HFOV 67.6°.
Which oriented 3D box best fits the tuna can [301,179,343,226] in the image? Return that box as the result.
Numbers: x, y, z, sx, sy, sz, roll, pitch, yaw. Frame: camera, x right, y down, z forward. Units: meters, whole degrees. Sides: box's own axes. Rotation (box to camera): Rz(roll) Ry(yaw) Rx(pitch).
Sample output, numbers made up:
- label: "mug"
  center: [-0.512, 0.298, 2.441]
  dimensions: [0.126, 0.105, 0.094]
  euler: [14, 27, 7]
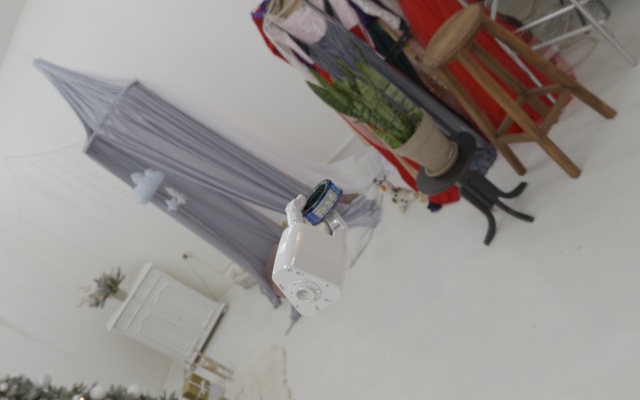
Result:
- label: "tuna can"
  center: [0.000, 0.002, 0.866]
  dimensions: [0.034, 0.086, 0.086]
  euler: [39, -11, -14]
